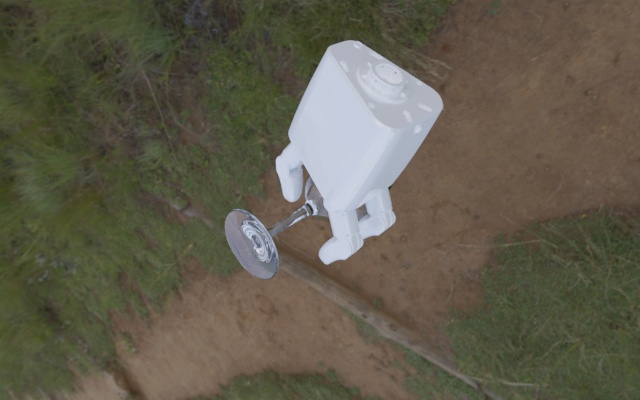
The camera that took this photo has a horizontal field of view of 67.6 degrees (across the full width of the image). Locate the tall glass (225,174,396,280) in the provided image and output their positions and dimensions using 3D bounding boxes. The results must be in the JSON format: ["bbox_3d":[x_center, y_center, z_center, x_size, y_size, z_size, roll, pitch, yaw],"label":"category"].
[{"bbox_3d":[0.000,0.002,0.511,0.079,0.079,0.201,0,24,47],"label":"tall glass"}]
